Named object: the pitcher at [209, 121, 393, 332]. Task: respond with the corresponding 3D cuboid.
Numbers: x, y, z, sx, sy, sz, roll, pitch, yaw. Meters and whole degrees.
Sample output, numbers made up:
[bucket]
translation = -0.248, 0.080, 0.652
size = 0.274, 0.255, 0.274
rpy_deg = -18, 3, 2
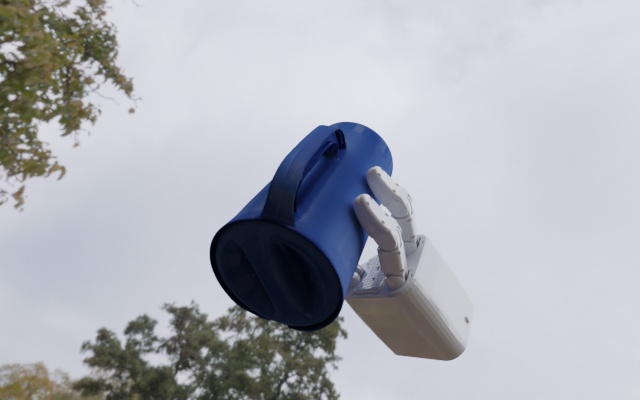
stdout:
[pitcher]
translation = 0.000, 0.002, 0.510
size = 0.149, 0.145, 0.242
rpy_deg = -30, 17, 37
